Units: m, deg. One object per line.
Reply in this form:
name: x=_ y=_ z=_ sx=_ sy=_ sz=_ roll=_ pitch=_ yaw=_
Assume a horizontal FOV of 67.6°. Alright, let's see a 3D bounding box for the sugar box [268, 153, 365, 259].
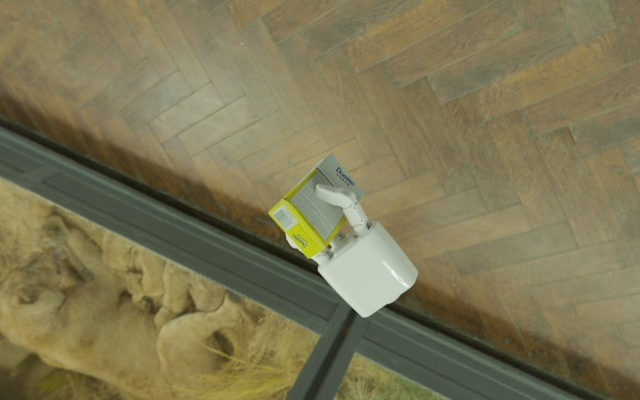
sugar box: x=0.000 y=0.003 z=0.744 sx=0.048 sy=0.093 sz=0.176 roll=-36 pitch=7 yaw=34
